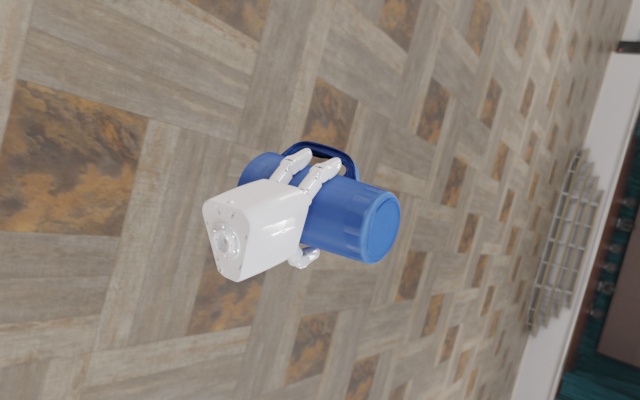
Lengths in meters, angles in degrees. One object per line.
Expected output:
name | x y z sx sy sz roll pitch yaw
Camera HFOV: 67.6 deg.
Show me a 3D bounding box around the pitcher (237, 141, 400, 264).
pitcher | 0.000 0.003 0.742 0.243 0.149 0.145 17 25 34
